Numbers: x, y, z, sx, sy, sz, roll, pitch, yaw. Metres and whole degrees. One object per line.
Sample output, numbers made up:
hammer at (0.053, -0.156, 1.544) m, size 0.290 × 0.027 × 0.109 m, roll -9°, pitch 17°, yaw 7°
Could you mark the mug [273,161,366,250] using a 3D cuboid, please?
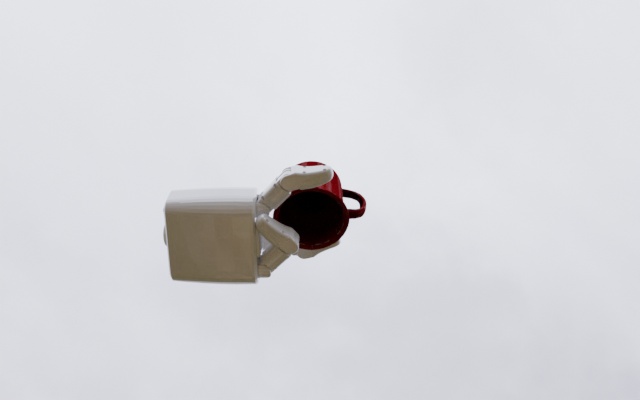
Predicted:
mug at (0.002, 0.002, 0.611) m, size 0.117 × 0.093 × 0.081 m, roll 0°, pitch 33°, yaw -1°
